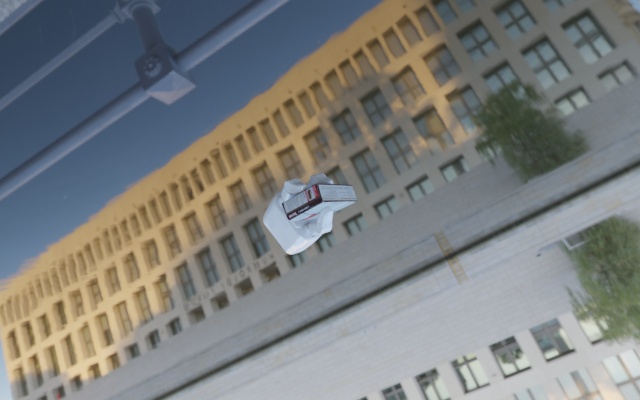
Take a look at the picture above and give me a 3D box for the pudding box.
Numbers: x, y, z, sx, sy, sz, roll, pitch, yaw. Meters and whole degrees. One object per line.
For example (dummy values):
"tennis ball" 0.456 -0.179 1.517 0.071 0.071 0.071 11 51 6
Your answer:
"pudding box" 0.000 0.003 0.873 0.090 0.039 0.113 -29 -15 33
